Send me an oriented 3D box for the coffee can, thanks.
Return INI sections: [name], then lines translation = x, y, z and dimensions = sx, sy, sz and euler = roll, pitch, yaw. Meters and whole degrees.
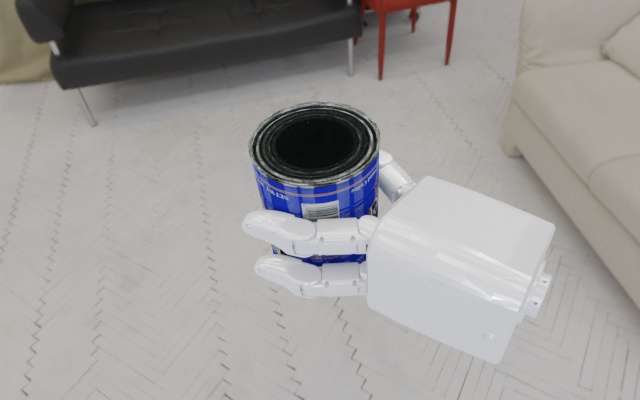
[coffee can]
translation = 0.000, 0.001, 0.417
dimensions = 0.103, 0.102, 0.140
euler = 0, -44, 6
